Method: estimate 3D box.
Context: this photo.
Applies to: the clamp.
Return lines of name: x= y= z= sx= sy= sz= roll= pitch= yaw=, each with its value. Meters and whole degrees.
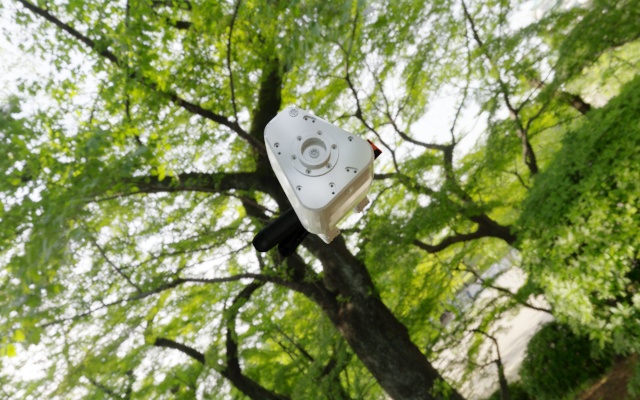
clamp: x=0.000 y=0.001 z=0.648 sx=0.210 sy=0.036 sz=0.164 roll=-44 pitch=-10 yaw=-8
